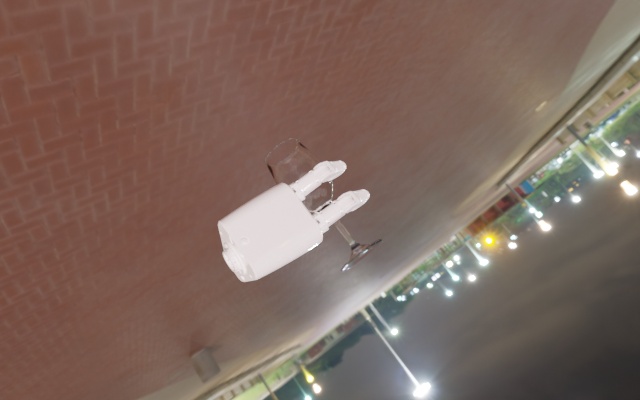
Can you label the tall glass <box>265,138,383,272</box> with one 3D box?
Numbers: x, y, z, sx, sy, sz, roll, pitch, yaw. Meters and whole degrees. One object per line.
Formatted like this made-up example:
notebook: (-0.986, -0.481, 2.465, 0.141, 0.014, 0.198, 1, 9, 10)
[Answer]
tall glass: (0.001, 0.003, 0.701, 0.079, 0.201, 0.079, -35, -14, -10)
